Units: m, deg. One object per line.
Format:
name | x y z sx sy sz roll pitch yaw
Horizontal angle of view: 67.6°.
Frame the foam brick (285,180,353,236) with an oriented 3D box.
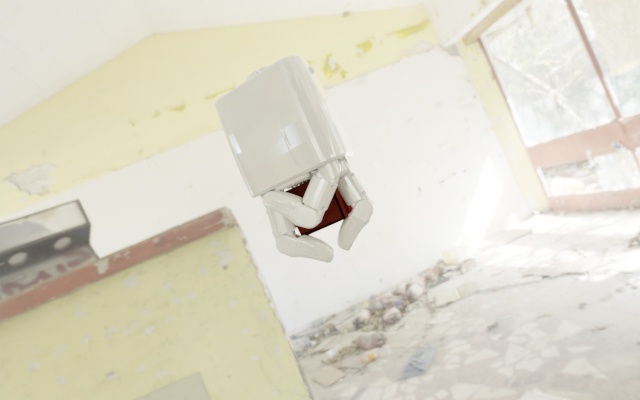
foam brick | 0.000 0.002 0.520 0.053 0.051 0.078 -24 0 11
